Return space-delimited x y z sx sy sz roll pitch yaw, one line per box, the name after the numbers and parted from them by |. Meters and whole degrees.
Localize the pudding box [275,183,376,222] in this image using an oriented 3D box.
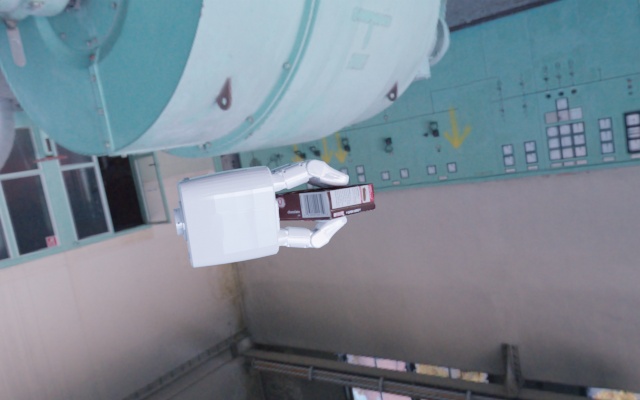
0.000 0.002 0.619 0.113 0.039 0.090 -1 7 44 | pudding box
